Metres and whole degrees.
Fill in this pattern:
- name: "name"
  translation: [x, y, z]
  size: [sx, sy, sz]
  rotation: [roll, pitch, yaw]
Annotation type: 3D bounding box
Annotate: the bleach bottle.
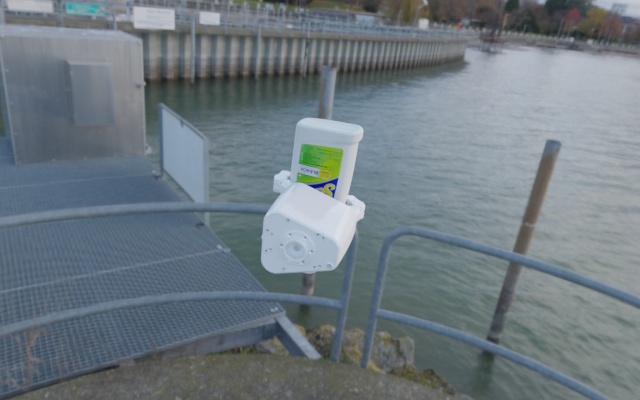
- name: "bleach bottle"
  translation: [0.000, 0.002, 0.755]
  size: [0.102, 0.251, 0.068]
  rotation: [11, 23, 11]
